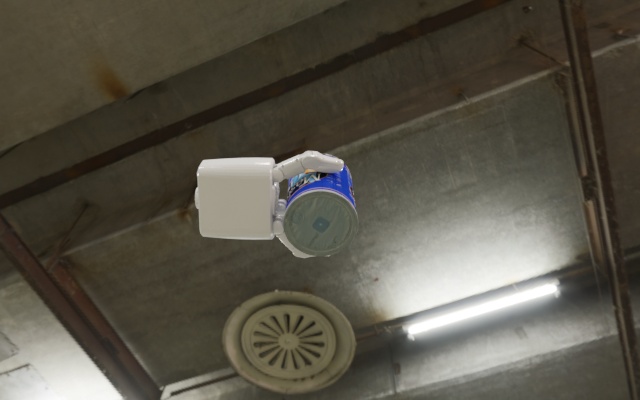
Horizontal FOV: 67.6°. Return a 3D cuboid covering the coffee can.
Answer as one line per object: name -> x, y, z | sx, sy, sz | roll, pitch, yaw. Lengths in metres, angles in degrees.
coffee can -> 0.000, 0.002, 0.710 | 0.103, 0.103, 0.140 | 0, 27, 0
